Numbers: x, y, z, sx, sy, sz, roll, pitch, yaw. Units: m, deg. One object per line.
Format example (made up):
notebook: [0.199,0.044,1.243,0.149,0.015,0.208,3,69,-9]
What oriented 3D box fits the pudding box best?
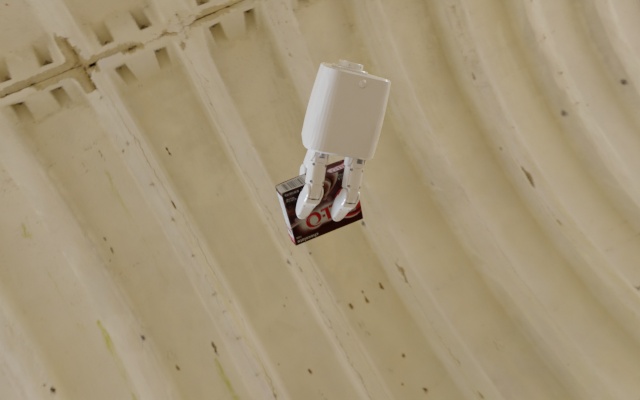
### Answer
pudding box: [0.000,0.002,0.686,0.113,0.090,0.039,-20,30,-11]
